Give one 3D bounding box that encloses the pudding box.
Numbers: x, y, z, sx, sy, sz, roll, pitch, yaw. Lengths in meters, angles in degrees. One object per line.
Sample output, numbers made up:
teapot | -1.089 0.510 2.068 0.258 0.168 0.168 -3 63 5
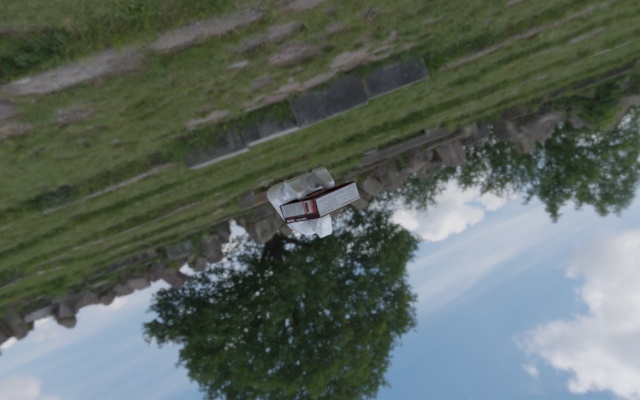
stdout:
pudding box | 0.000 0.003 0.828 0.090 0.039 0.113 -13 10 45
